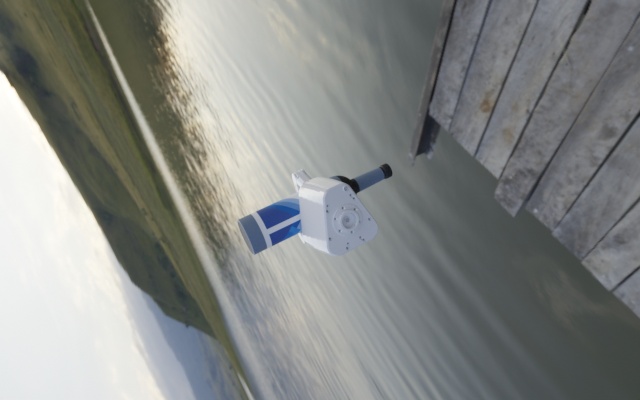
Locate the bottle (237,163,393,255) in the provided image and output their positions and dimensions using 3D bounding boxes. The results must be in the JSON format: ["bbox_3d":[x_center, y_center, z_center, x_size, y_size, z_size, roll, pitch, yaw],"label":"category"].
[{"bbox_3d":[0.000,0.003,0.852,0.295,0.069,0.069,-25,8,-17],"label":"bottle"}]
